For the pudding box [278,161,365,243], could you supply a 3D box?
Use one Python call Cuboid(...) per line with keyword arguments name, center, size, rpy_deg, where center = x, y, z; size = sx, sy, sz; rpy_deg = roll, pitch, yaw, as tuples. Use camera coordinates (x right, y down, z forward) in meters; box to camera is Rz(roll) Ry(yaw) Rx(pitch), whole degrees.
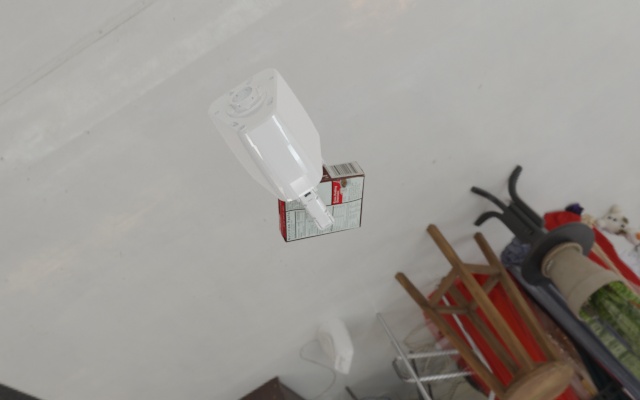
Cuboid(name="pudding box", center=(0.000, 0.002, 0.634), size=(0.113, 0.090, 0.039), rpy_deg=(-9, 37, -15))
